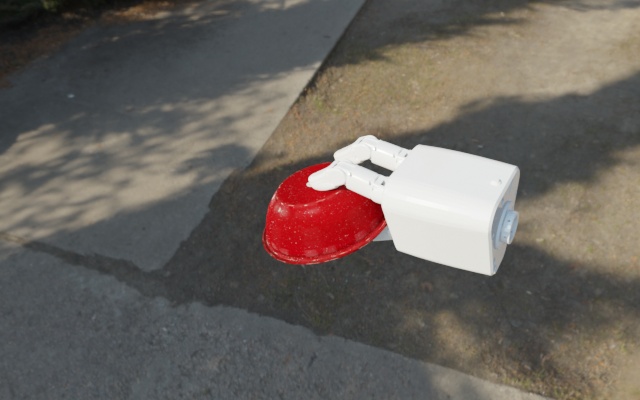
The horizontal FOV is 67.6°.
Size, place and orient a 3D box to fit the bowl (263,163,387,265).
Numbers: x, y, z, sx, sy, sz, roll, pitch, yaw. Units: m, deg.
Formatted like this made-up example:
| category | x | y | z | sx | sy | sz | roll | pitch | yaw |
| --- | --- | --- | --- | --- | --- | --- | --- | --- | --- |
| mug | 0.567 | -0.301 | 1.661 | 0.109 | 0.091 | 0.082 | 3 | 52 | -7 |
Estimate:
| category | x | y | z | sx | sy | sz | roll | pitch | yaw |
| --- | --- | --- | --- | --- | --- | --- | --- | --- | --- |
| bowl | -0.001 | 0.002 | 0.559 | 0.162 | 0.055 | 0.162 | -15 | 30 | 9 |
